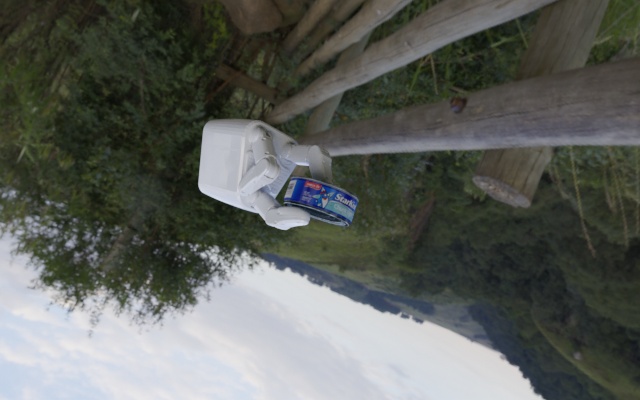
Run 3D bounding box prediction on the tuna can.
[{"bbox_3d":[0.000,0.002,0.567,0.086,0.033,0.086,18,-9,3],"label":"tuna can"}]
